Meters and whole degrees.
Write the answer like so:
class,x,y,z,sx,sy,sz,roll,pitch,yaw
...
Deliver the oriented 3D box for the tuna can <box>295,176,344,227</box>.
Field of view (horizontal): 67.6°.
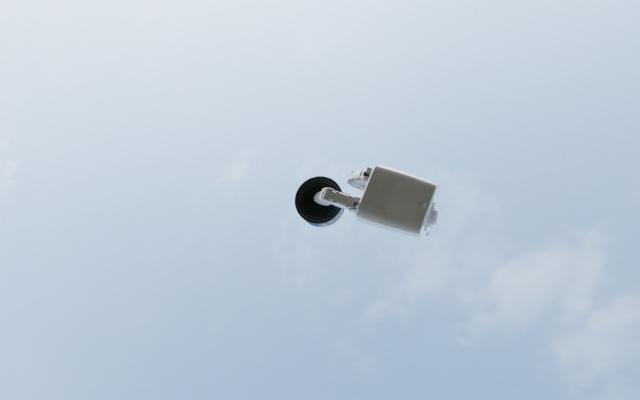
class,x,y,z,sx,sy,sz,roll,pitch,yaw
tuna can,0.000,0.003,0.838,0.086,0.086,0.034,0,-16,12
